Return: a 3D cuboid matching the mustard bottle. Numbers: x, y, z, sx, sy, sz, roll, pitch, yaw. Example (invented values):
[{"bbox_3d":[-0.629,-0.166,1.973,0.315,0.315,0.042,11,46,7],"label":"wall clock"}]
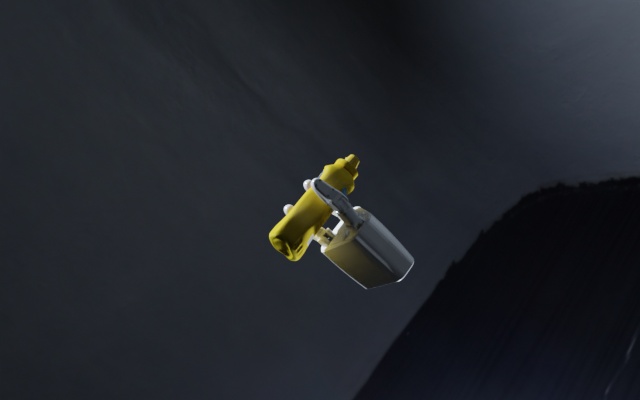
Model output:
[{"bbox_3d":[0.000,0.002,0.747,0.058,0.191,0.096,36,-18,11],"label":"mustard bottle"}]
